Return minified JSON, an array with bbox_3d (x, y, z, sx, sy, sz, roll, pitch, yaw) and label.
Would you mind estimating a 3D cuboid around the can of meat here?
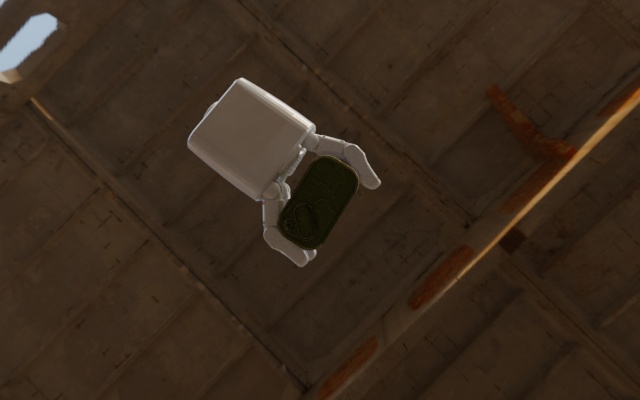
[{"bbox_3d":[0.000,0.002,0.550,0.057,0.102,0.084,32,4,3],"label":"can of meat"}]
